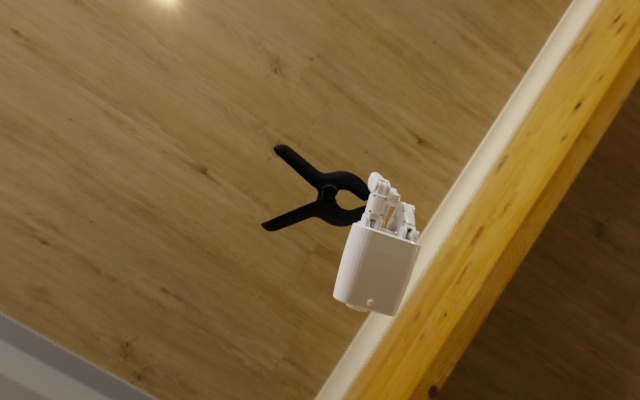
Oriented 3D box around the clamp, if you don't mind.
[{"bbox_3d":[0.000,0.002,0.668,0.171,0.120,0.039,18,-2,-8],"label":"clamp"}]
